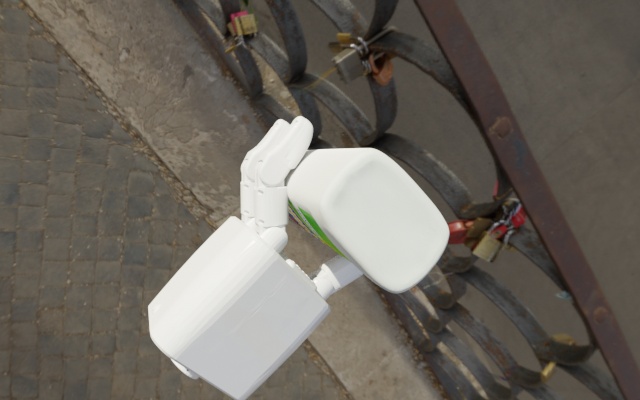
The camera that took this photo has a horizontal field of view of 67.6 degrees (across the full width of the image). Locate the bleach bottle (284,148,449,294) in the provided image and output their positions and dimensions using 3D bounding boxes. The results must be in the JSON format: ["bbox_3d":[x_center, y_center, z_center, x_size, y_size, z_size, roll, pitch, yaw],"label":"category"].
[{"bbox_3d":[0.000,0.001,0.426,0.102,0.068,0.251,47,-11,-18],"label":"bleach bottle"}]
